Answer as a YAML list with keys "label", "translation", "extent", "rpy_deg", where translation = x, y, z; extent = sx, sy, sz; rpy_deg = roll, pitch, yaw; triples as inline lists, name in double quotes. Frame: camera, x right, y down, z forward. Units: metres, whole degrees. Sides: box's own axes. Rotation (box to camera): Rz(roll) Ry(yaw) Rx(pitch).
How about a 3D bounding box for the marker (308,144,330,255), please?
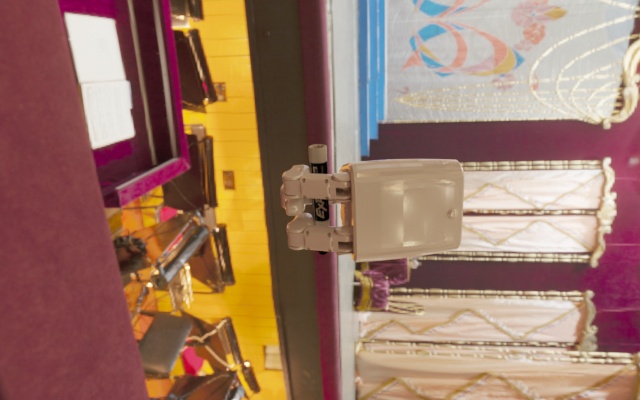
- label: "marker"
  translation: [0.000, 0.002, 0.503]
  extent: [0.020, 0.121, 0.020]
  rpy_deg: [-3, 21, 1]
